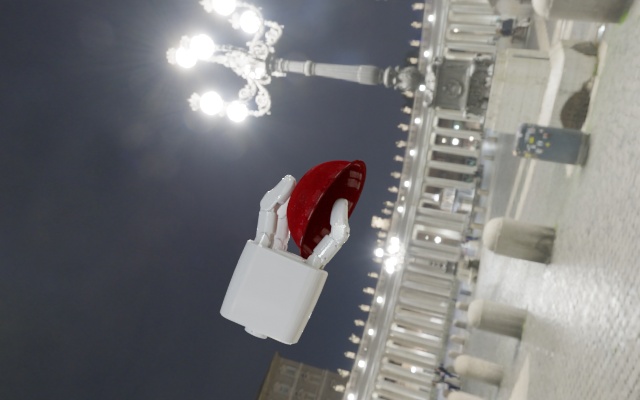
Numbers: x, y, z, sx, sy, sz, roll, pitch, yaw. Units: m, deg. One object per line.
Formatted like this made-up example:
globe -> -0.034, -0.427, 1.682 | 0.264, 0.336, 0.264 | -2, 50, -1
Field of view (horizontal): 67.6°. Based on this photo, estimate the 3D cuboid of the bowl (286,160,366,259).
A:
bowl -> 0.001, 0.001, 0.684 | 0.055, 0.162, 0.162 | 32, 12, 20
